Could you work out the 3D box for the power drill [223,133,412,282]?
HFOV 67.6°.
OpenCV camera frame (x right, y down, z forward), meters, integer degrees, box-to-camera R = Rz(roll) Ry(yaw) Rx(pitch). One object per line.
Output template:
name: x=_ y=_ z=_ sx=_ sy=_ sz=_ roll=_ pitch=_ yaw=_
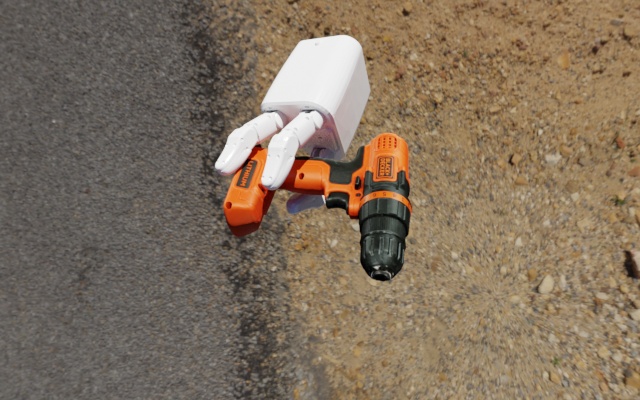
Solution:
power drill: x=0.000 y=0.001 z=0.499 sx=0.187 sy=0.057 sz=0.184 roll=2 pitch=45 yaw=10
